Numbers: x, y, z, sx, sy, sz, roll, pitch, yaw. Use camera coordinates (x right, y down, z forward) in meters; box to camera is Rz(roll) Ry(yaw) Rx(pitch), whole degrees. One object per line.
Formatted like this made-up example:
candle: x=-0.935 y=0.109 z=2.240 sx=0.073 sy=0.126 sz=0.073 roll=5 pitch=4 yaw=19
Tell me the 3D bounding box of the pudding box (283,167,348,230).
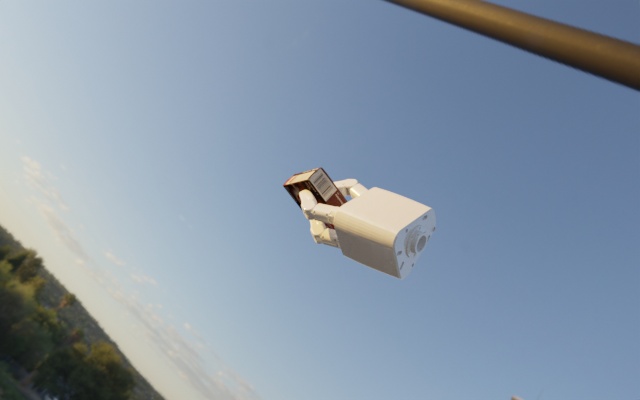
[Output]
pudding box: x=0.000 y=0.003 z=0.799 sx=0.039 sy=0.113 sz=0.090 roll=-44 pitch=18 yaw=-28
